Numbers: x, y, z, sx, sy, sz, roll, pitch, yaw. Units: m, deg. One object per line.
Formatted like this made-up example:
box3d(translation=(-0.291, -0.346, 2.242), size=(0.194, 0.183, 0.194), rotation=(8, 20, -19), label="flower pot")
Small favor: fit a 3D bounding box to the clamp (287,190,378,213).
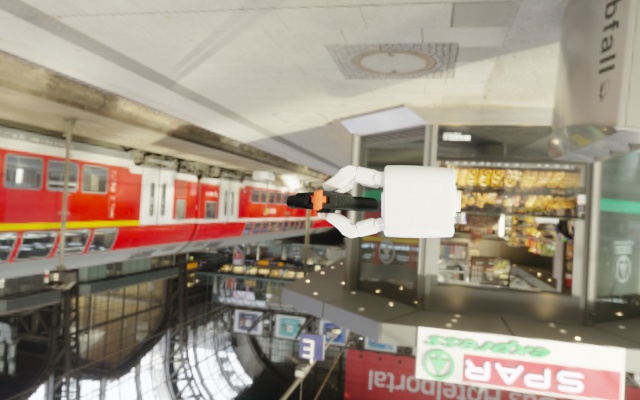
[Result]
box3d(translation=(0.000, 0.003, 0.781), size=(0.164, 0.036, 0.210), rotation=(1, -2, 14), label="clamp")
